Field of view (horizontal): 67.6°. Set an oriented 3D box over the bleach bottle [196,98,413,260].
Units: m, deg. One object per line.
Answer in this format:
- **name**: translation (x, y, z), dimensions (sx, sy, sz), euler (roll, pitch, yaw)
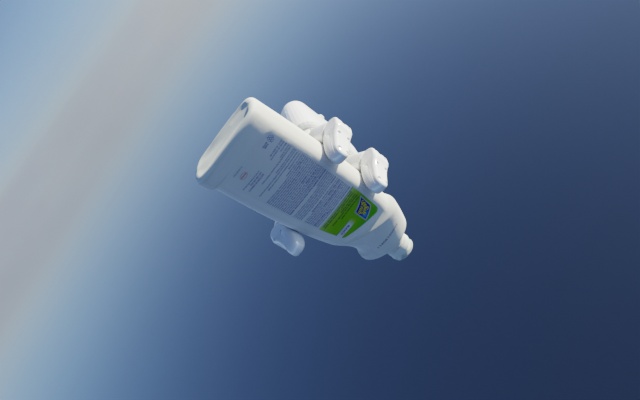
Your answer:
- **bleach bottle**: translation (0.000, 0.002, 0.514), dimensions (0.251, 0.102, 0.068), euler (34, 13, -26)
